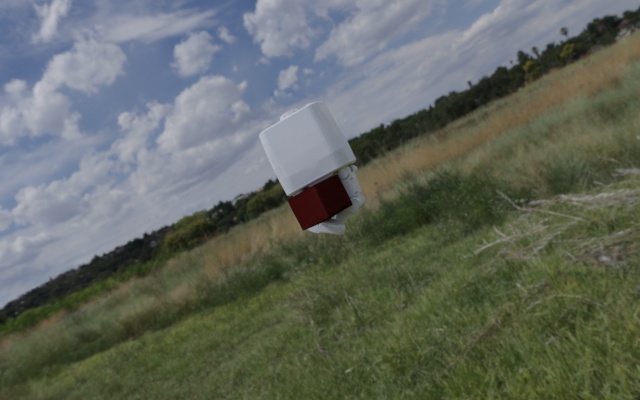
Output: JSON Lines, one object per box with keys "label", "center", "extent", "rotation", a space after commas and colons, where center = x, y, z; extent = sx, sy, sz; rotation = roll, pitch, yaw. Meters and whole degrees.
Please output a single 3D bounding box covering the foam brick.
{"label": "foam brick", "center": [0.000, 0.002, 0.690], "extent": [0.053, 0.051, 0.078], "rotation": [-27, 1, 31]}
